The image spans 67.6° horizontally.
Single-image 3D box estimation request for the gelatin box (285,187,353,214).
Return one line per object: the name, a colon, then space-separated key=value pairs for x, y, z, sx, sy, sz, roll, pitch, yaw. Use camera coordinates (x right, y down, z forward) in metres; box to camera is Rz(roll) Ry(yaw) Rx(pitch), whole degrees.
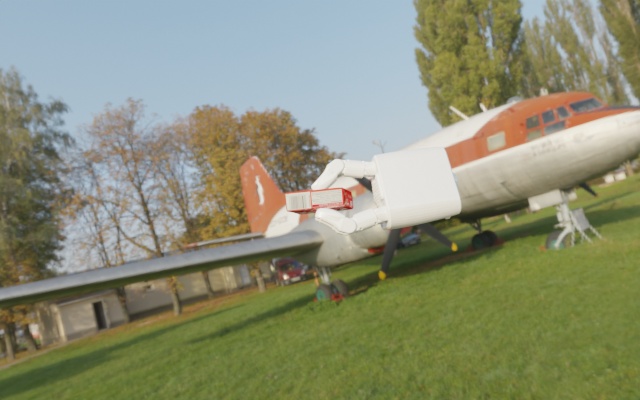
gelatin box: x=0.000 y=0.002 z=0.712 sx=0.089 sy=0.030 sz=0.073 roll=-6 pitch=-6 yaw=12
